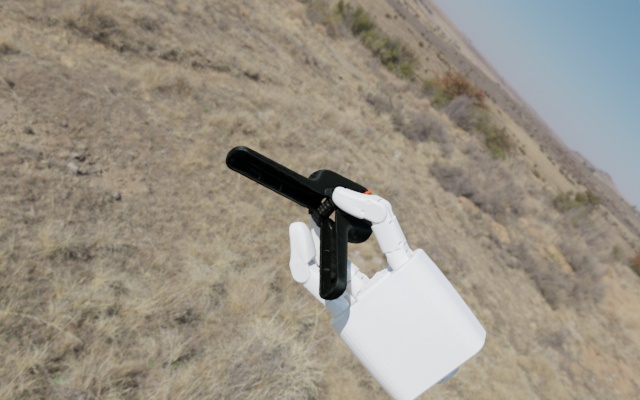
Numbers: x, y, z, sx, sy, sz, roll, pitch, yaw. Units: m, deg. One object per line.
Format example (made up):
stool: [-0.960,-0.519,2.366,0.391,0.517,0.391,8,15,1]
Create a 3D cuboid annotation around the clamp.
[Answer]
clamp: [0.001,0.001,0.499,0.036,0.164,0.210,-41,-6,25]
